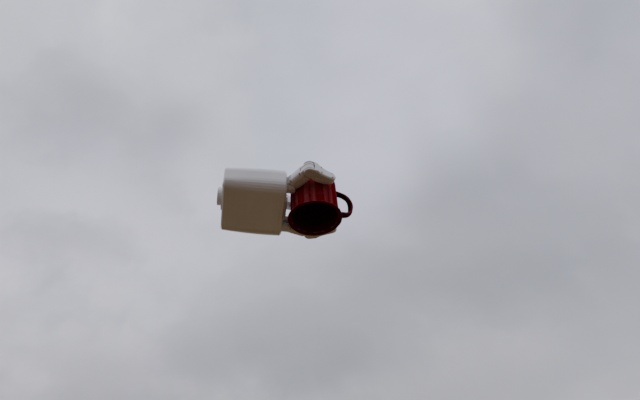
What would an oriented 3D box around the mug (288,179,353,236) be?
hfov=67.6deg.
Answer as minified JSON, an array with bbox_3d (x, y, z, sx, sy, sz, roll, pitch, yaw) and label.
[{"bbox_3d":[0.002,0.003,0.836,0.117,0.081,0.093,5,-43,-11],"label":"mug"}]
